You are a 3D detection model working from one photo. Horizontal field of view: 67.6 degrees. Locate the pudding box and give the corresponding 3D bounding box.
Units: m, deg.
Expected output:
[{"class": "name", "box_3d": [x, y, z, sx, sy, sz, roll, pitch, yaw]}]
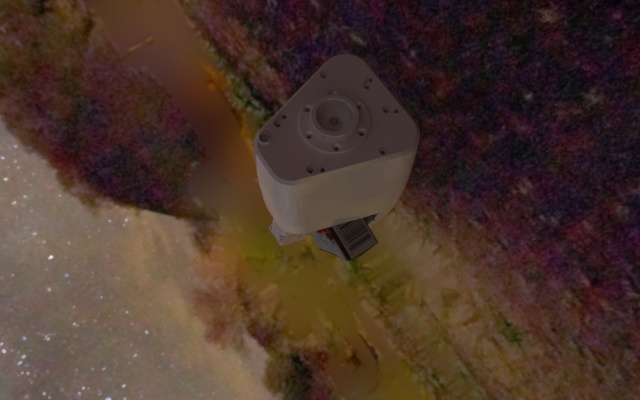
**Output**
[{"class": "pudding box", "box_3d": [0.000, 0.002, 0.482, 0.039, 0.113, 0.090, -32, 11, -14]}]
